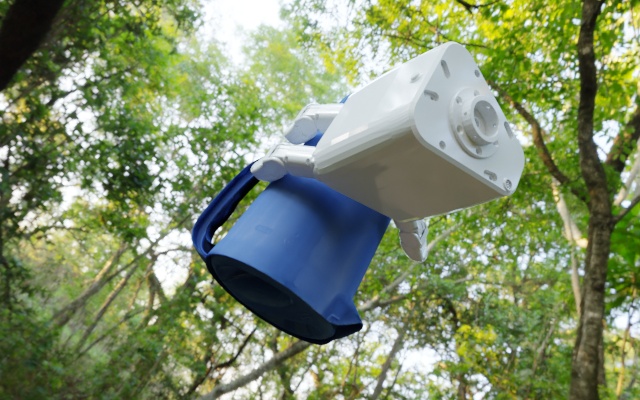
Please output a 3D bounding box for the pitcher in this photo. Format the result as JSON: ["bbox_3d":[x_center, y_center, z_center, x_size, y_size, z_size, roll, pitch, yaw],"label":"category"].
[{"bbox_3d":[0.000,0.002,0.474,0.149,0.242,0.145,44,-30,-18],"label":"pitcher"}]
